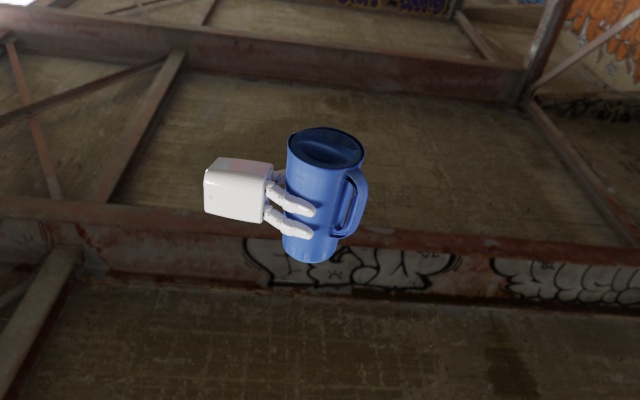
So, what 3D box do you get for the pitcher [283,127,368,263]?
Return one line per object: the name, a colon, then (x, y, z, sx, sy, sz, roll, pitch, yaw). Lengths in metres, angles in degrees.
pitcher: (0.000, 0.003, 0.872, 0.145, 0.243, 0.149, 9, 38, -1)
